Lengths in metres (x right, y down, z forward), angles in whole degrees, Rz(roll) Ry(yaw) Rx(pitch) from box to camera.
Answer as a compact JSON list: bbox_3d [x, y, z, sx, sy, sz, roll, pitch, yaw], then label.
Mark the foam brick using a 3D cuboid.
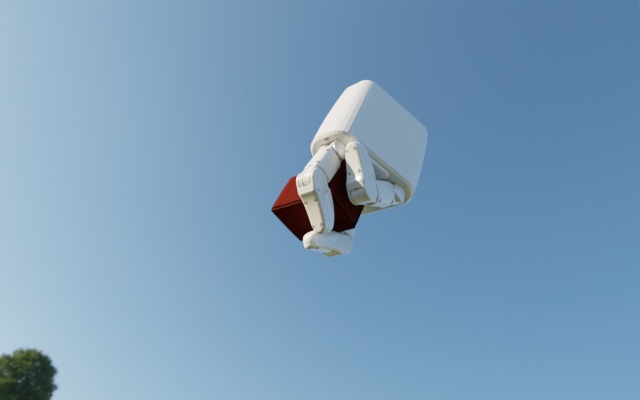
[{"bbox_3d":[0.000,0.002,0.495,0.078,0.053,0.051,-16,35,38],"label":"foam brick"}]
